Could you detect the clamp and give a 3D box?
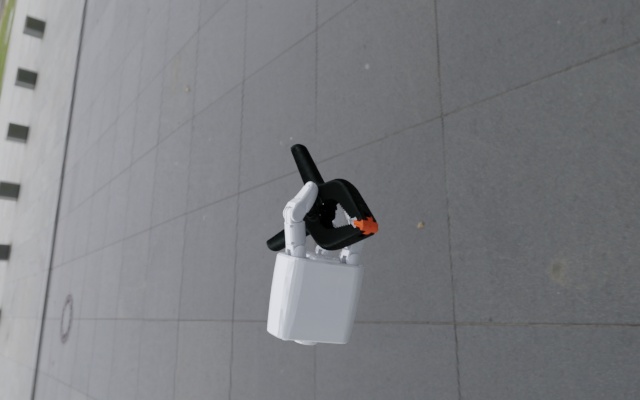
[{"bbox_3d":[0.000,0.002,0.649,0.036,0.164,0.210,11,-3,-38],"label":"clamp"}]
